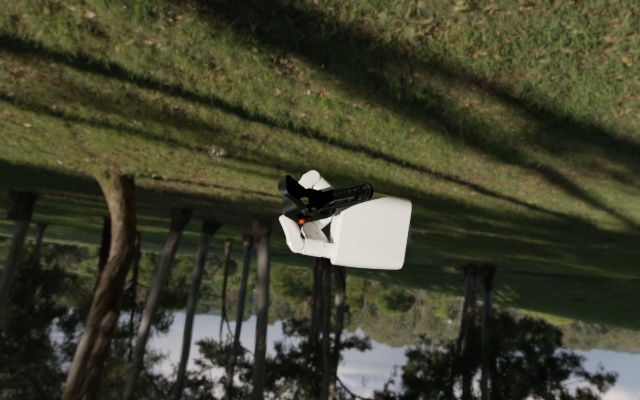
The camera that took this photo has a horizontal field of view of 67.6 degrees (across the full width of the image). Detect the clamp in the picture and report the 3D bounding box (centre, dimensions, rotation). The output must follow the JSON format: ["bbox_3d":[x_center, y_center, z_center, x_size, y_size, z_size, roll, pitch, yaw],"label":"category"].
[{"bbox_3d":[0.000,0.003,0.652,0.120,0.039,0.171,8,-13,-5],"label":"clamp"}]
